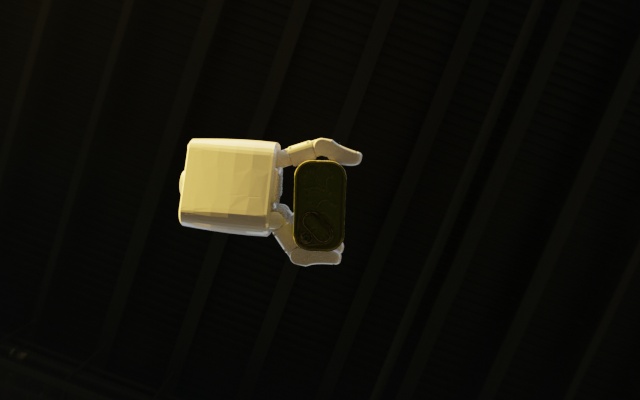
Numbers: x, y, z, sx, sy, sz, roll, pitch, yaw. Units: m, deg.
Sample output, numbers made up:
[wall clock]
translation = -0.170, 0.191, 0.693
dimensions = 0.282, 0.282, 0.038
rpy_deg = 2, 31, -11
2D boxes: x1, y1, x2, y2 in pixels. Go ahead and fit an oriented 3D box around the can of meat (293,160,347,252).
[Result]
[can of meat]
translation = 0.000, 0.002, 0.569
dimensions = 0.057, 0.102, 0.084
rpy_deg = 2, 7, 1
